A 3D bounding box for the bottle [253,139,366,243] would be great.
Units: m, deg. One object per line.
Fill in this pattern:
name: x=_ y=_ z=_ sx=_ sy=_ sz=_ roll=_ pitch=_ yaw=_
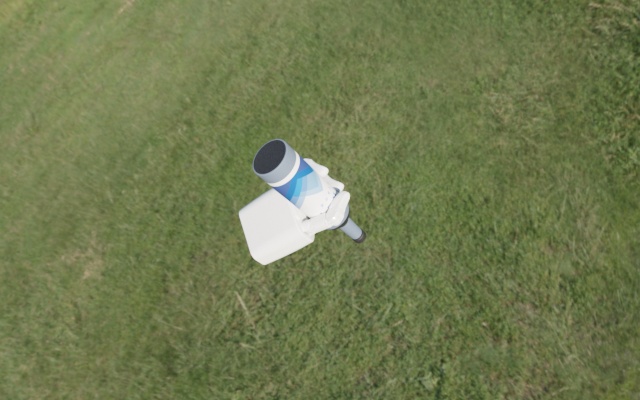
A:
bottle: x=0.000 y=0.003 z=0.831 sx=0.069 sy=0.069 sz=0.296 roll=0 pitch=-28 yaw=37
